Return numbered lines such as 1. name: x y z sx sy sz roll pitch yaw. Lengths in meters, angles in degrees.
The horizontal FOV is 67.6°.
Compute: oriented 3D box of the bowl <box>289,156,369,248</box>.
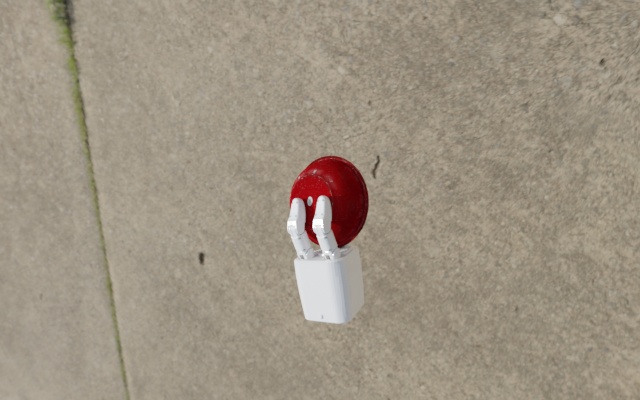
1. bowl: 0.000 0.001 0.809 0.162 0.162 0.055 0 0 38
